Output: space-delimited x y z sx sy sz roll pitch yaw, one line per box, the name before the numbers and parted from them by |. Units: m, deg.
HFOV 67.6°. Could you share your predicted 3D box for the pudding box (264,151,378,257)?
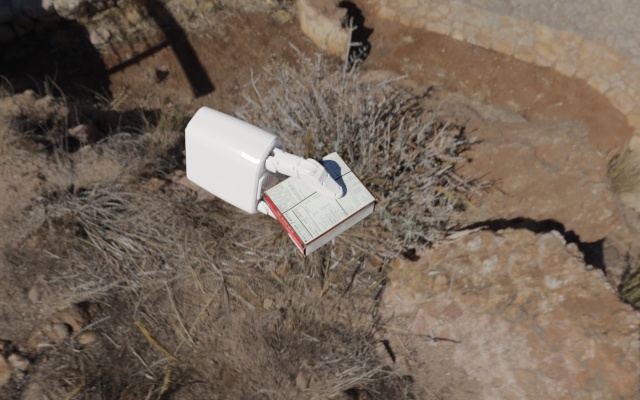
pudding box | 0.000 0.002 0.593 0.113 0.090 0.039 -32 -20 -15
